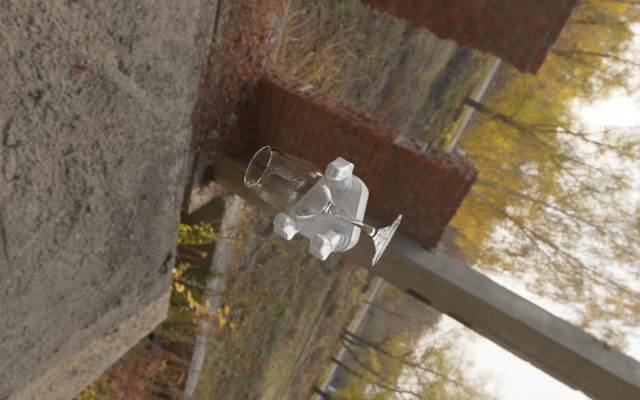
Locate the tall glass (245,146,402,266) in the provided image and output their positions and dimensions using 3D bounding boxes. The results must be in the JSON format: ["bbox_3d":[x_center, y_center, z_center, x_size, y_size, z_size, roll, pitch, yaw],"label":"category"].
[{"bbox_3d":[0.001,0.002,0.621,0.201,0.079,0.079,30,7,13],"label":"tall glass"}]
